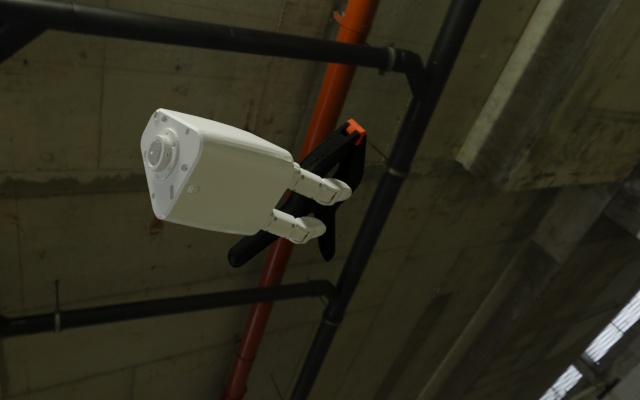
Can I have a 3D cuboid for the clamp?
[{"bbox_3d":[0.000,0.001,0.574,0.164,0.210,0.036,11,30,-49],"label":"clamp"}]
